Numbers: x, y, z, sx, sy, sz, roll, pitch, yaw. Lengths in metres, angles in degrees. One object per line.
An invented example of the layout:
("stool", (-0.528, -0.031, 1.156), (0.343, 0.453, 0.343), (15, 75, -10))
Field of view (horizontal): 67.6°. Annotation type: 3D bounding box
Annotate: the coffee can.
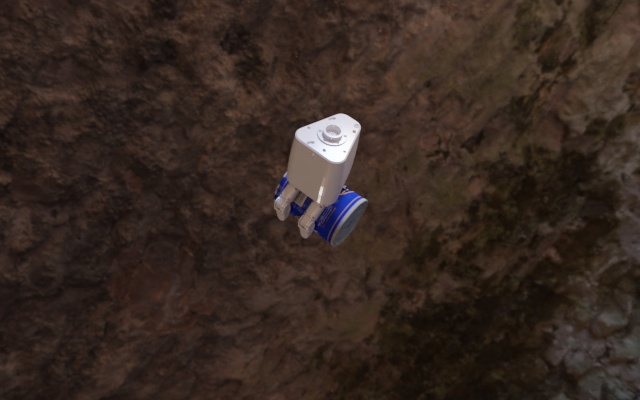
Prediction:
("coffee can", (0.000, 0.003, 0.871), (0.140, 0.103, 0.103), (36, 11, 16))
